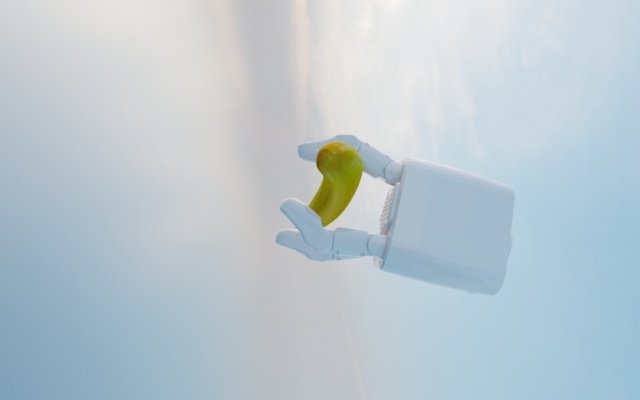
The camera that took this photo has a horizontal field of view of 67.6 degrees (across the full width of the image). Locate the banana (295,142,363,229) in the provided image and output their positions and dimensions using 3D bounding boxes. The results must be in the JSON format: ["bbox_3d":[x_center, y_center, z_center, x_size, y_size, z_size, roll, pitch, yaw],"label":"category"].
[{"bbox_3d":[0.011,-0.010,0.457,0.037,0.069,0.198,38,-26,8],"label":"banana"}]
